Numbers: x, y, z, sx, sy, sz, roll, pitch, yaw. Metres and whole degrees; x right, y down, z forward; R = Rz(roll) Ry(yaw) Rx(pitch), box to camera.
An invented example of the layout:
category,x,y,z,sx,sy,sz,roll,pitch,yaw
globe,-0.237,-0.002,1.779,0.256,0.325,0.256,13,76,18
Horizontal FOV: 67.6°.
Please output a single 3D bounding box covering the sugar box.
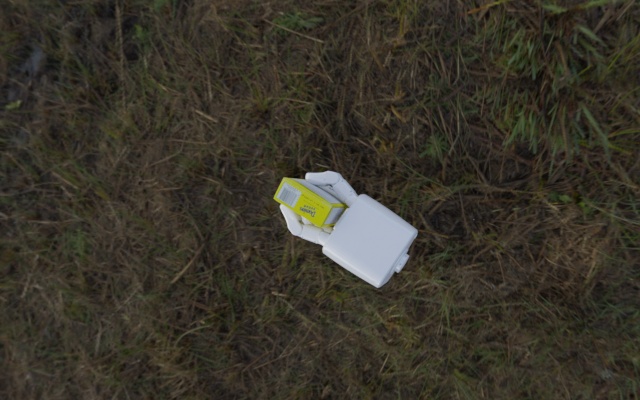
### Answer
category,x,y,z,sx,sy,sz,roll,pitch,yaw
sugar box,0.000,0.003,0.806,0.093,0.048,0.176,32,7,17
